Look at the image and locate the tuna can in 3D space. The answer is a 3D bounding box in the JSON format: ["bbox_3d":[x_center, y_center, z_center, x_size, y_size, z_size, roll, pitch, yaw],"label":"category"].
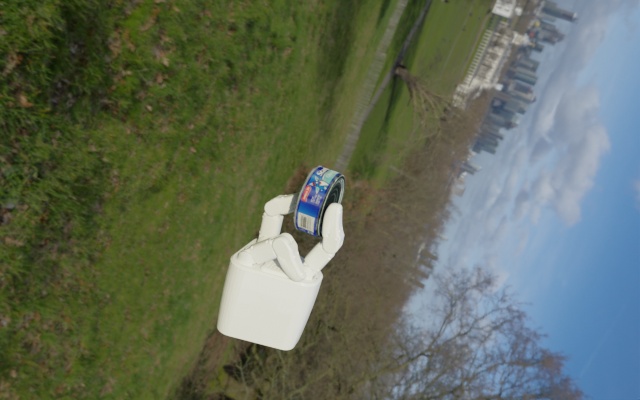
[{"bbox_3d":[0.001,0.002,0.596,0.034,0.086,0.086,20,5,15],"label":"tuna can"}]
